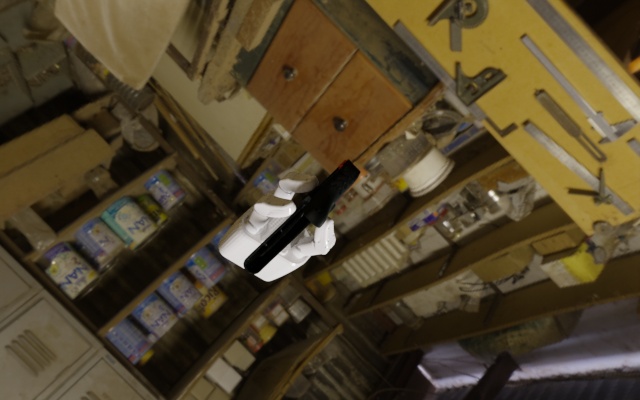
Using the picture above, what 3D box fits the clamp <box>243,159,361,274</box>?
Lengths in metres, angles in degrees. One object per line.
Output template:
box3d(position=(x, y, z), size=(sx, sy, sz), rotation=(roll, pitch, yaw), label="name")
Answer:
box3d(position=(0.001, 0.002, 0.611), size=(0.210, 0.036, 0.165), rotation=(-46, 6, -38), label="clamp")
